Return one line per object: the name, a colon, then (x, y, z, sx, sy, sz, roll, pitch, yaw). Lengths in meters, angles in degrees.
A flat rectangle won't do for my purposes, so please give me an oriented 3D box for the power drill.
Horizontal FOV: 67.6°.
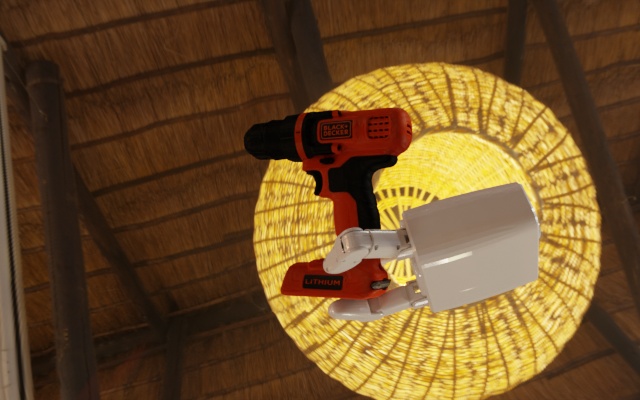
power drill: (0.000, 0.002, 0.482, 0.184, 0.187, 0.057, -1, -3, 27)
